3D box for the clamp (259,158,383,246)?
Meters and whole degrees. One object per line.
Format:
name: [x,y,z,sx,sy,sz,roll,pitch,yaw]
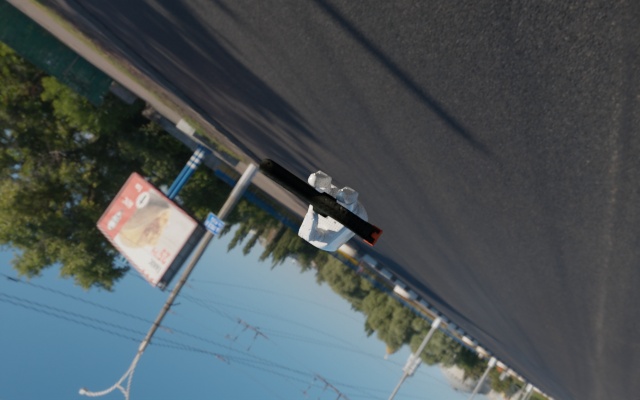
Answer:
clamp: [0.000,0.003,0.754,0.210,0.036,0.164,32,0,18]
